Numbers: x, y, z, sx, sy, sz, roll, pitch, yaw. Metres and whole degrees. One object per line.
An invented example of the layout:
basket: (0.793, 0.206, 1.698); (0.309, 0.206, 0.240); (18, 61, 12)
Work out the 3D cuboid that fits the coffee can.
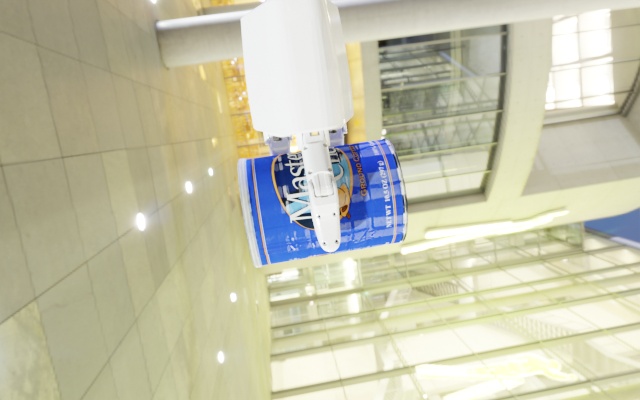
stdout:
coffee can: (0.000, 0.002, 0.453); (0.140, 0.103, 0.103); (-9, 1, -5)
